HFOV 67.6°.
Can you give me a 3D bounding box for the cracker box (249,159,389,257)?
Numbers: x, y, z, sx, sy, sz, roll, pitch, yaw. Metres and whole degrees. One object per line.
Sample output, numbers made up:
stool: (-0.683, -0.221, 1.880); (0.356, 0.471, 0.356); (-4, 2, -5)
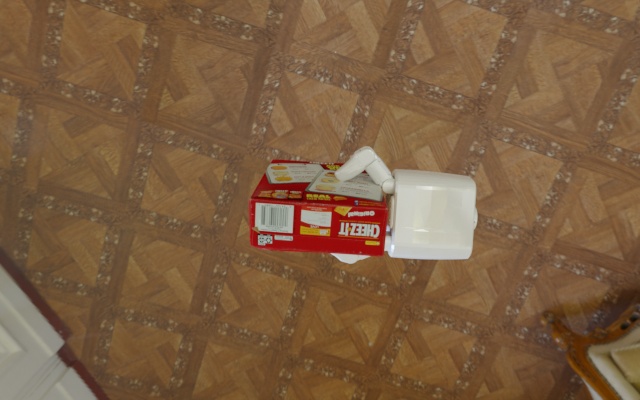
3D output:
cracker box: (0.000, 0.002, 0.658); (0.164, 0.072, 0.213); (4, 17, 1)
